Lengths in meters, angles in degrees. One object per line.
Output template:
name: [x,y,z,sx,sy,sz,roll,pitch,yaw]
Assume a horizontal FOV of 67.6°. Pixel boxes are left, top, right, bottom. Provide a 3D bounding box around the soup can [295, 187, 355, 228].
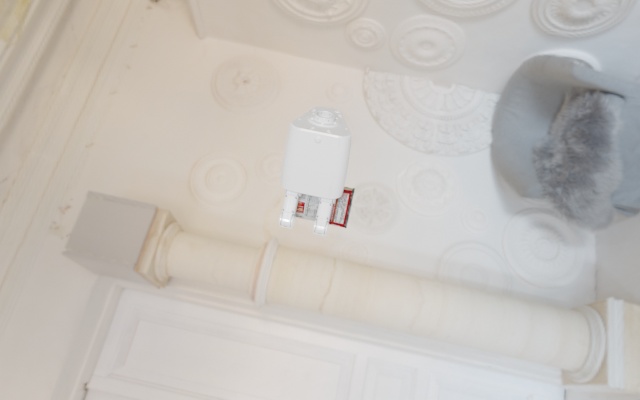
soup can: [0.000,0.003,0.787,0.102,0.068,0.068,12,0,3]
